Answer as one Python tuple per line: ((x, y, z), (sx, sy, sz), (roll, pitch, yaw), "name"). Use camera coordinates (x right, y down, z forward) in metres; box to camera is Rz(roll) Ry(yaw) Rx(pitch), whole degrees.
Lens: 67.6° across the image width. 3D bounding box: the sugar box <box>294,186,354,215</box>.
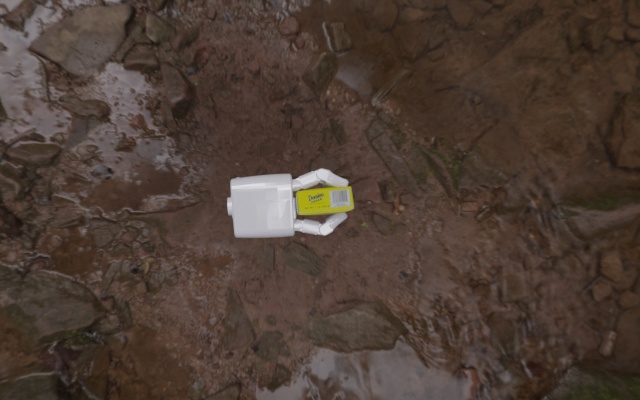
((0.000, 0.002, 0.865), (0.093, 0.048, 0.176), (-5, 1, -6), "sugar box")
